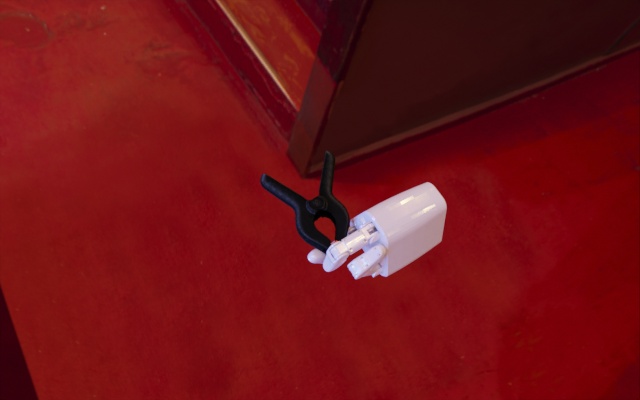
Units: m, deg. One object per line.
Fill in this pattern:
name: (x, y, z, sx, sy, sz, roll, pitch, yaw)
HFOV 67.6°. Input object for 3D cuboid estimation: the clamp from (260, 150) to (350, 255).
clamp: (0.000, 0.002, 0.708, 0.120, 0.171, 0.039, -32, -19, -8)
